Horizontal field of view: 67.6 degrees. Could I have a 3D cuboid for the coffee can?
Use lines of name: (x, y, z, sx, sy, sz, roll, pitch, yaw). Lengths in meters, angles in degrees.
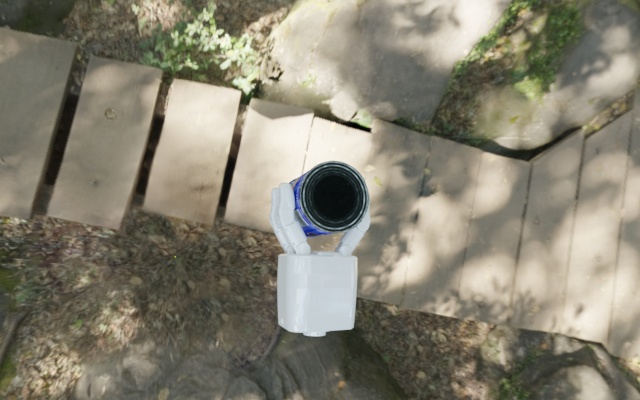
coffee can: (0.000, 0.002, 0.725, 0.103, 0.103, 0.140, 0, -6, -17)
